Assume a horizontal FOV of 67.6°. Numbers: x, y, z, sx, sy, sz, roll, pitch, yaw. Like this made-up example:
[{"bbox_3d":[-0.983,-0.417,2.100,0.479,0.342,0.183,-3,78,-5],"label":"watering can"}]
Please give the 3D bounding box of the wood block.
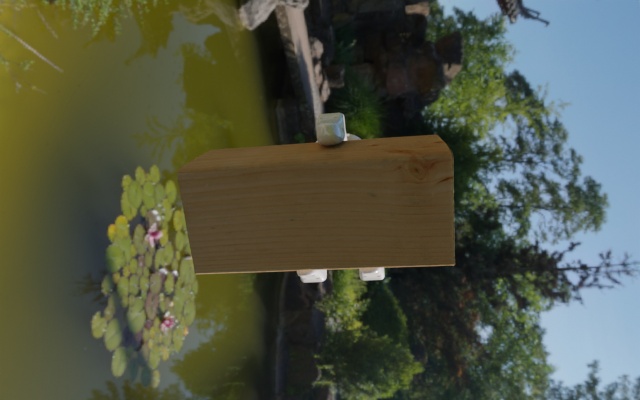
[{"bbox_3d":[0.000,0.001,0.402,0.206,0.091,0.090,-3,16,7],"label":"wood block"}]
